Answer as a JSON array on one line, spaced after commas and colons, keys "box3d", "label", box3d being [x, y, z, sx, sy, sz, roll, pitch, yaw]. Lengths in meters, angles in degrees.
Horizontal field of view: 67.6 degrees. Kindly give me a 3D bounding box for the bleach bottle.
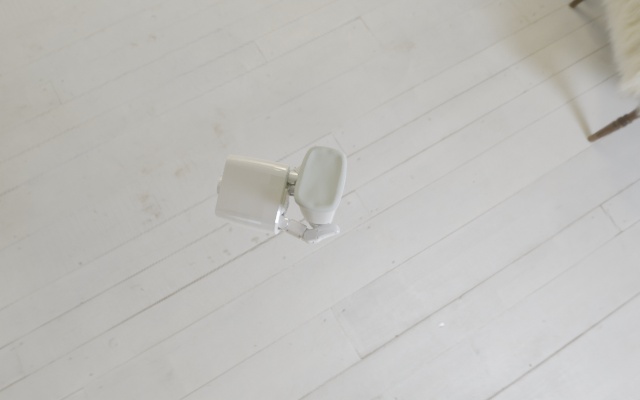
[{"box3d": [0.000, 0.003, 0.795, 0.068, 0.102, 0.251, 13, -17, 3], "label": "bleach bottle"}]
